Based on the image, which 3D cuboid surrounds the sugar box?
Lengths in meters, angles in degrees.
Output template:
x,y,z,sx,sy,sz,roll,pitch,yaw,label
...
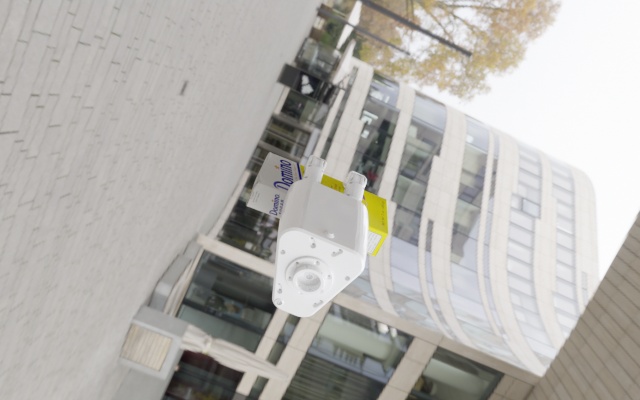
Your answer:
x,y,z,sx,sy,sz,roll,pitch,yaw,label
0.000,0.002,0.622,0.176,0.048,0.093,24,28,-8,sugar box
